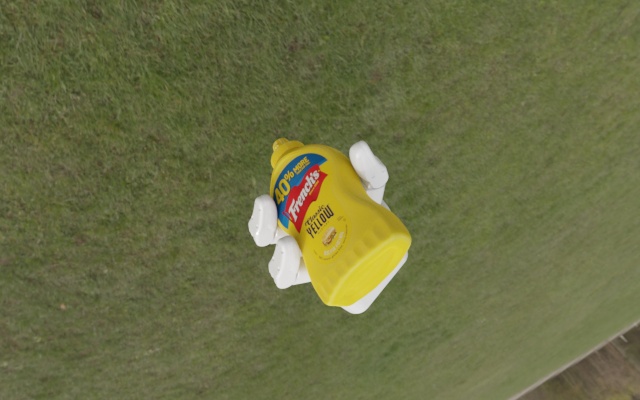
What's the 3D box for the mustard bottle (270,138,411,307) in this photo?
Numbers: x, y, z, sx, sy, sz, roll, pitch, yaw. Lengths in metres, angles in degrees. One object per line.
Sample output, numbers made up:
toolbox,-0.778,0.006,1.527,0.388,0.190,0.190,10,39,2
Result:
mustard bottle,0.000,0.002,0.467,0.058,0.096,0.191,16,31,-46
